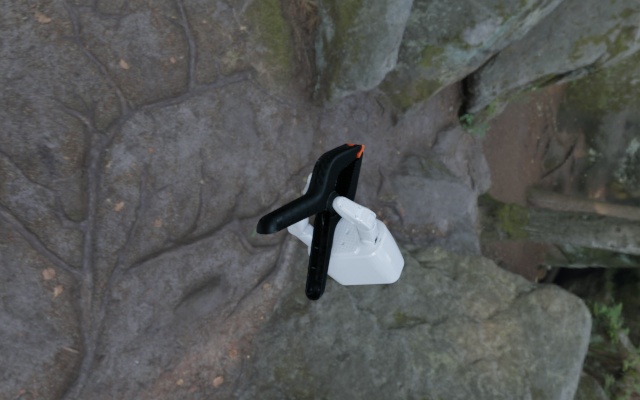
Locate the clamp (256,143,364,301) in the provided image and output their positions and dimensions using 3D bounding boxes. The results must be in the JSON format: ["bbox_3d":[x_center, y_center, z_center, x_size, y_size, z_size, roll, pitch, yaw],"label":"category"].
[{"bbox_3d":[0.001,0.002,0.599,0.036,0.210,0.165,11,-26,31],"label":"clamp"}]
